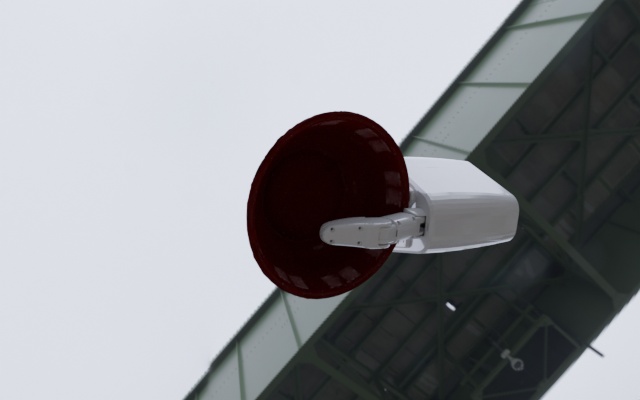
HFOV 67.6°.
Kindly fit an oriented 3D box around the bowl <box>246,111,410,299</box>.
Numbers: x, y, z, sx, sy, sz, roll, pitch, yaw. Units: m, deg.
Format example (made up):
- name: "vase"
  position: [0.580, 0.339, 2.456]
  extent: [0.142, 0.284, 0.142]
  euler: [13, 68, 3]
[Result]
- name: "bowl"
  position: [-0.001, 0.001, 0.420]
  extent: [0.162, 0.162, 0.055]
  euler: [0, 13, -32]
